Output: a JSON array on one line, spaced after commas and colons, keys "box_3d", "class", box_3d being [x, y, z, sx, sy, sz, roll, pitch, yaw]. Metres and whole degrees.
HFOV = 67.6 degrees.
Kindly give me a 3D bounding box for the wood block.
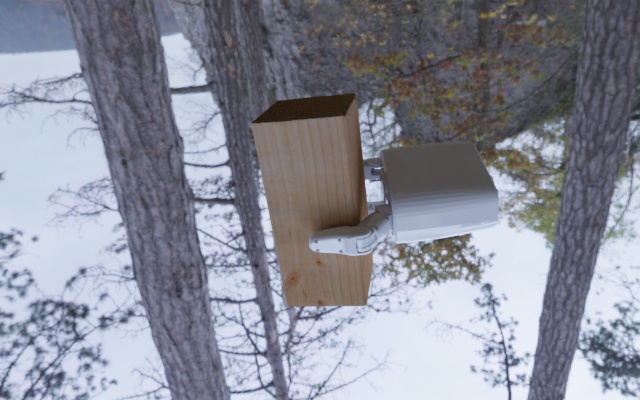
[{"box_3d": [0.000, 0.002, 0.507, 0.090, 0.206, 0.090, -3, 24, 13], "class": "wood block"}]
